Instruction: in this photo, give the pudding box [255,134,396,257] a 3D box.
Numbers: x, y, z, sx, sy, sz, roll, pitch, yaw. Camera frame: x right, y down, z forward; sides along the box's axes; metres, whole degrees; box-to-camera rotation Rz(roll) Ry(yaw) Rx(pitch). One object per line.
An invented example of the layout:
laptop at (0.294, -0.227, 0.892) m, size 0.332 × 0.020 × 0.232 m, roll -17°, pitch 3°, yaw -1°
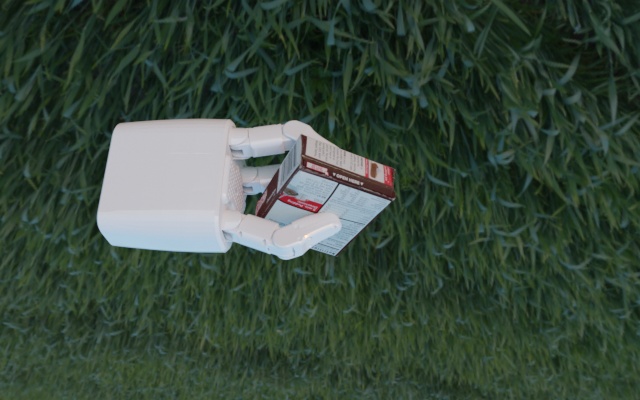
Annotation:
pudding box at (0.000, 0.002, 0.426) m, size 0.090 × 0.039 × 0.113 m, roll 18°, pitch -37°, yaw -19°
